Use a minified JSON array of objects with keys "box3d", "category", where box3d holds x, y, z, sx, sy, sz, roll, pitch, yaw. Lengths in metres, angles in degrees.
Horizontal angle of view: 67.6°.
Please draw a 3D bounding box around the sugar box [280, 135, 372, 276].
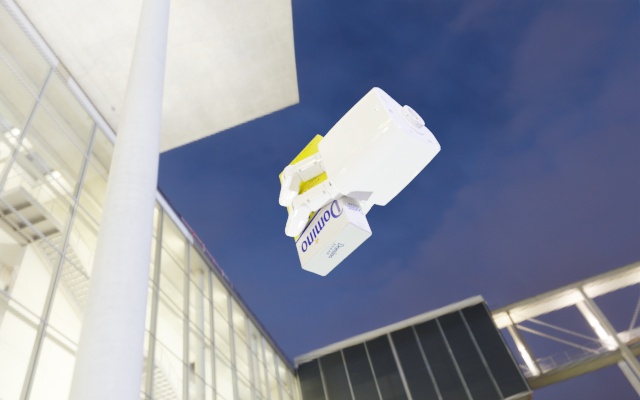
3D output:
[{"box3d":[0.000,0.002,0.640,0.048,0.176,0.093,27,-60,-34],"category":"sugar box"}]
